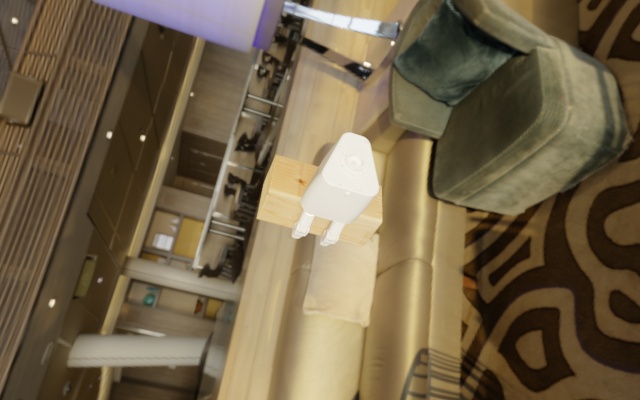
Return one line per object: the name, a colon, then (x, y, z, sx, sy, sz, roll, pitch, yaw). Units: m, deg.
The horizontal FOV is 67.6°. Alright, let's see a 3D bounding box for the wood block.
wood block: (0.000, 0.002, 0.870, 0.206, 0.090, 0.090, 16, -42, -12)
